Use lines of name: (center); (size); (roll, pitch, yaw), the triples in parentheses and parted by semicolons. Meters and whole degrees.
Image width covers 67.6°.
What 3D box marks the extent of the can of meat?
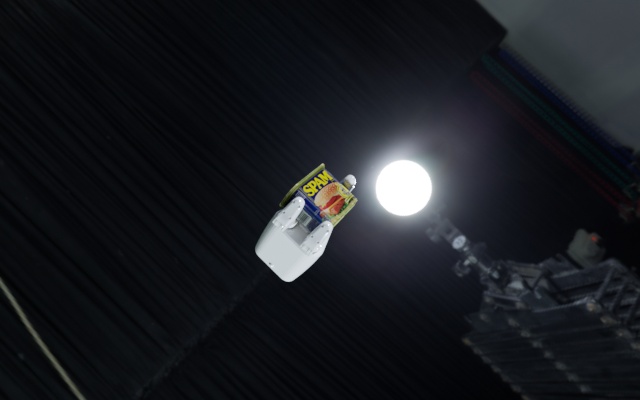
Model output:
can of meat: (0.000, 0.003, 0.753); (0.102, 0.084, 0.057); (-42, -6, -47)
